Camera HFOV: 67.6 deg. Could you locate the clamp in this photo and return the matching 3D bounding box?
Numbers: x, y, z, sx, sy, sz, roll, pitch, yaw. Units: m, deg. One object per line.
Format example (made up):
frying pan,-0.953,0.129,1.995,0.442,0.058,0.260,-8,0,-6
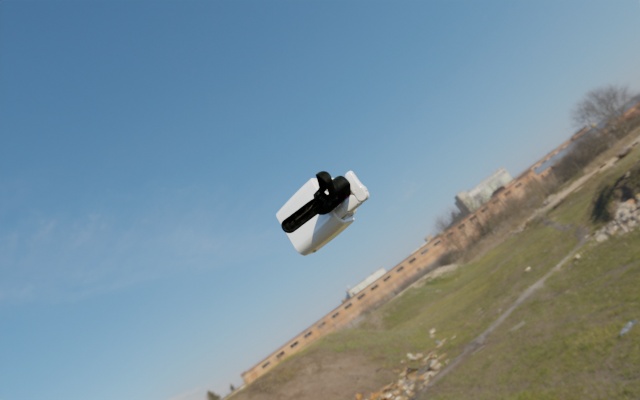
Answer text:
clamp,0.000,0.002,0.803,0.120,0.039,0.171,-45,-16,16
